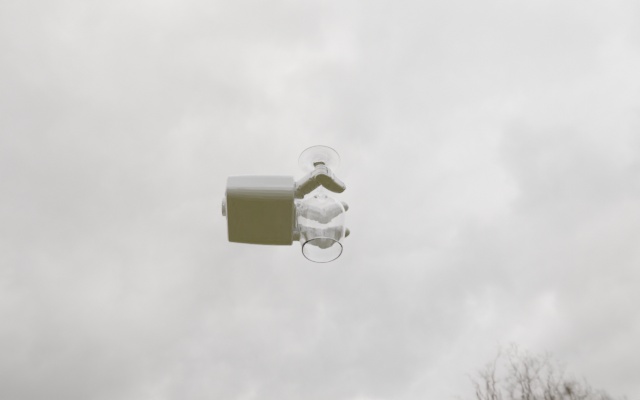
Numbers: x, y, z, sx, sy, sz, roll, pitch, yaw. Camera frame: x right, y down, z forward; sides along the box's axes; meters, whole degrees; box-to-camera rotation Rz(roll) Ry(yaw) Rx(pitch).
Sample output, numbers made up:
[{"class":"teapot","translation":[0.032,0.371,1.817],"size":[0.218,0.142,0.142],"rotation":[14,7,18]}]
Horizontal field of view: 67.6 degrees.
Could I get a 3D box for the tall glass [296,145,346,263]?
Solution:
[{"class":"tall glass","translation":[0.000,0.002,0.775],"size":[0.079,0.200,0.079],"rotation":[-1,-44,-1]}]
